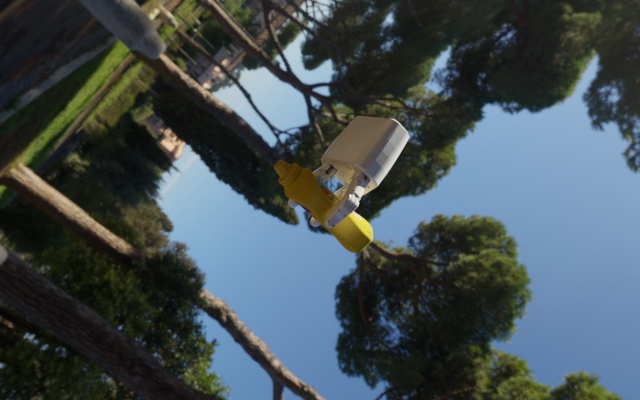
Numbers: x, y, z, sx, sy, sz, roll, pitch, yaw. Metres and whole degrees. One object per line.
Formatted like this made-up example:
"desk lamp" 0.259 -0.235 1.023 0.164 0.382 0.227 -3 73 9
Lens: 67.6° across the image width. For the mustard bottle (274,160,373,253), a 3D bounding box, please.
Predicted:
"mustard bottle" 0.000 0.003 0.774 0.192 0.058 0.096 43 7 -20
